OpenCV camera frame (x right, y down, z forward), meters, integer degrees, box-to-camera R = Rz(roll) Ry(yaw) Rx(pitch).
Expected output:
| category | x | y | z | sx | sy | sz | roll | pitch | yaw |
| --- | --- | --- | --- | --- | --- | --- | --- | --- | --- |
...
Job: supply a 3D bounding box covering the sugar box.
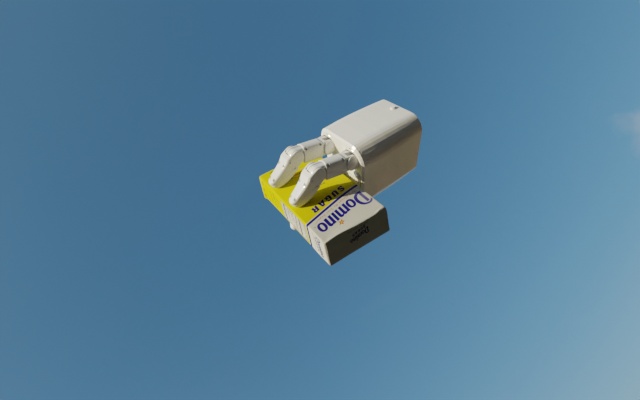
| category | x | y | z | sx | sy | sz | roll | pitch | yaw |
| --- | --- | --- | --- | --- | --- | --- | --- | --- | --- |
| sugar box | 0.000 | 0.002 | 0.628 | 0.093 | 0.048 | 0.176 | -29 | 40 | -19 |
